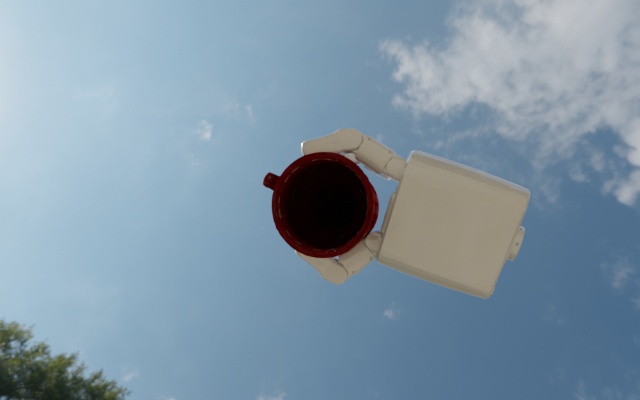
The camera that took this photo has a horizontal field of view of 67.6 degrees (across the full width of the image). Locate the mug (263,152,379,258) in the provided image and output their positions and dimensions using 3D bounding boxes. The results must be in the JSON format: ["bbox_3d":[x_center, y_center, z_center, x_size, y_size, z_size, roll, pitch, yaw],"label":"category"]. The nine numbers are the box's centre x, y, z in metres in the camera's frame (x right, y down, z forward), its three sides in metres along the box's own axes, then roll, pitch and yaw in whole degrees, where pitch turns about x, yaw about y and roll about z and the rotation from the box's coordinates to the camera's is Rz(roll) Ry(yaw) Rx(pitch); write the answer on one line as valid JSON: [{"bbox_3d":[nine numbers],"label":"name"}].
[{"bbox_3d":[-0.001,0.001,0.457,0.117,0.093,0.081,21,3,15],"label":"mug"}]
